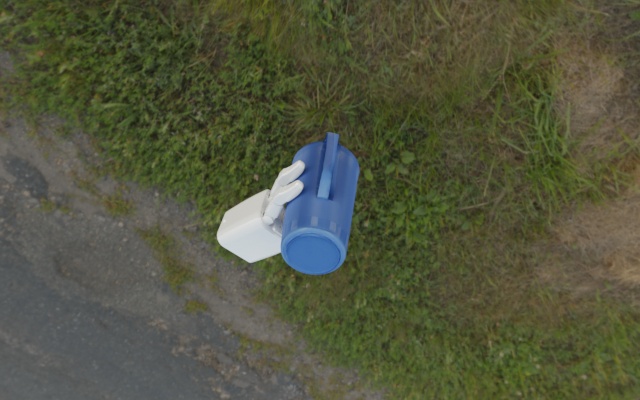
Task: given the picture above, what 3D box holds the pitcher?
[{"bbox_3d":[0.000,0.003,0.850,0.145,0.149,0.242,-25,32,25],"label":"pitcher"}]
